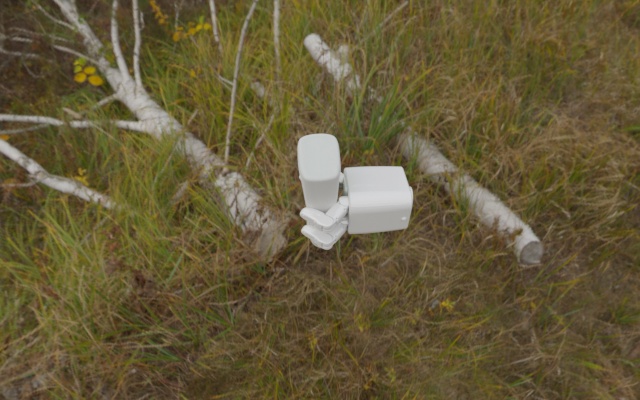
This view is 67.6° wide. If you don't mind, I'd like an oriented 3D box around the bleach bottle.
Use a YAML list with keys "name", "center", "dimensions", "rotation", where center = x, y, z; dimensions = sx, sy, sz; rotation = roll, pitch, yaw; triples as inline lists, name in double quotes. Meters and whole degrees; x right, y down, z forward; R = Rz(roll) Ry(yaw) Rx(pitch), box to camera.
- name: "bleach bottle"
  center: [0.000, 0.003, 0.855]
  dimensions: [0.068, 0.102, 0.251]
  rotation: [-4, -35, -1]
